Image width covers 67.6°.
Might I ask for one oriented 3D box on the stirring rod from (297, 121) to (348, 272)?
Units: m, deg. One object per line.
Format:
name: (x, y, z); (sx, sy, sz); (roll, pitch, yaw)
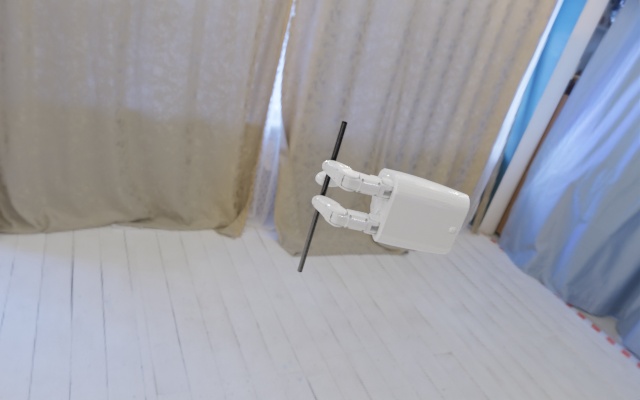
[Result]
stirring rod: (0.000, 0.002, 0.675); (0.011, 0.240, 0.011); (14, 25, -7)
